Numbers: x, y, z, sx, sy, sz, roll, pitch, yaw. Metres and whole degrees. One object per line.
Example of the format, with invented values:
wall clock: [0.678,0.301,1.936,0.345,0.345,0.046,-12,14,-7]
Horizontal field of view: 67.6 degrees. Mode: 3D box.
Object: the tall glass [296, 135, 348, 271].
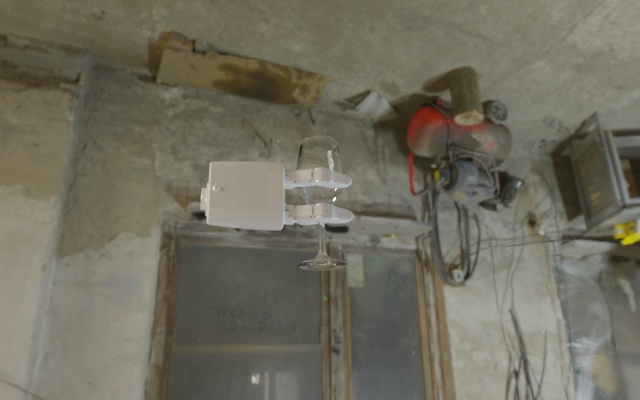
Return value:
tall glass: [0.000,0.003,0.738,0.079,0.201,0.079,-1,-19,0]
